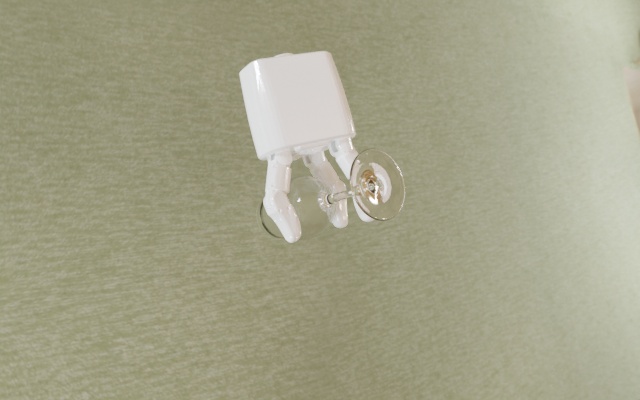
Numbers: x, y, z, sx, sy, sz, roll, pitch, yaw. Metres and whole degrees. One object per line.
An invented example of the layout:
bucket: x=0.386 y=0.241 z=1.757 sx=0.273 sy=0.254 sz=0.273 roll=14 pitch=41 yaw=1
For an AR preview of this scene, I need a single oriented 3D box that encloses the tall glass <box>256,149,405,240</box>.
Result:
tall glass: x=0.000 y=0.002 z=0.557 sx=0.079 sy=0.079 sz=0.201 roll=0 pitch=-11 yaw=-37
